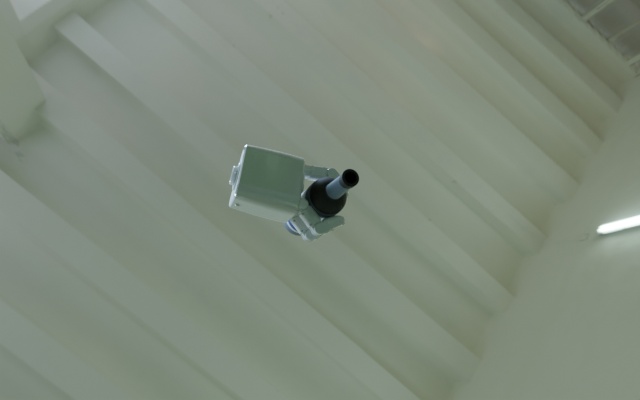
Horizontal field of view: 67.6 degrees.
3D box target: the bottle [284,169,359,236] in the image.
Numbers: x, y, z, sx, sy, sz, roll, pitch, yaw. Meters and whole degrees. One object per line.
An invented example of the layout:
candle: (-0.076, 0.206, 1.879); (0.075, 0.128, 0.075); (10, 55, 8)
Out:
bottle: (0.000, 0.003, 0.835); (0.069, 0.069, 0.296); (0, -14, -18)
